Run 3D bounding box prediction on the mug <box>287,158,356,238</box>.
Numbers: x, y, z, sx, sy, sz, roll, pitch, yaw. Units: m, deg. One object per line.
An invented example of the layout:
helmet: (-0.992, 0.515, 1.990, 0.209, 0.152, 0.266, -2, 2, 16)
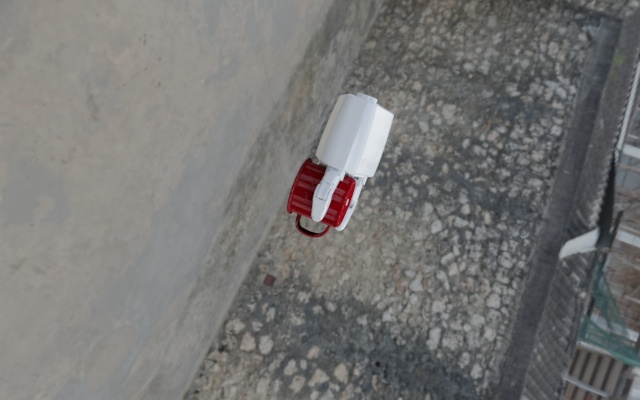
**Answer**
mug: (0.000, 0.004, 0.738, 0.081, 0.117, 0.093, 21, 10, 9)
